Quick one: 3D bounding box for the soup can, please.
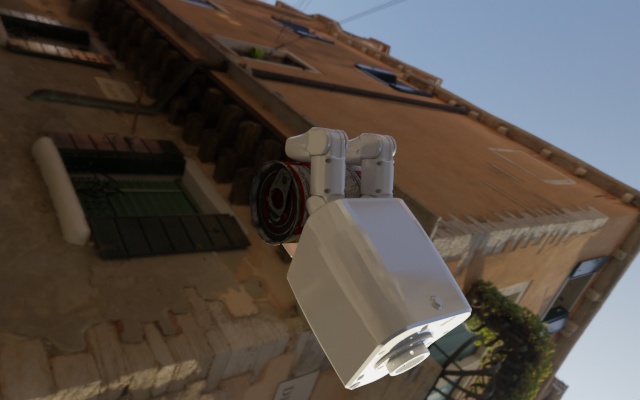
[{"bbox_3d":[0.000,0.001,0.414,0.102,0.068,0.068,-1,0,-40],"label":"soup can"}]
